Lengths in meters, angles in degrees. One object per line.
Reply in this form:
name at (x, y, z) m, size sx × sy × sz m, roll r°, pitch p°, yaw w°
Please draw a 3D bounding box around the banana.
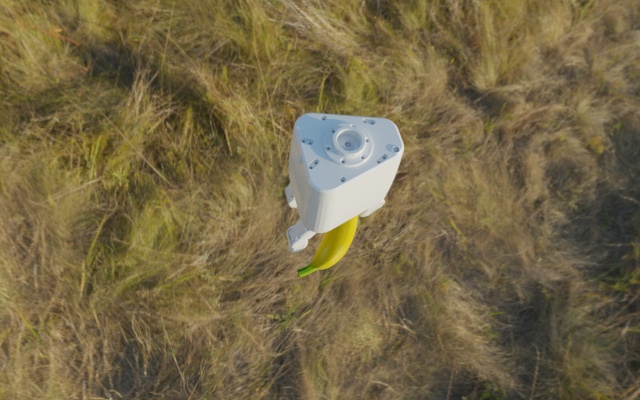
banana at (0.018, 0.007, 0.642) m, size 0.069 × 0.197 × 0.037 m, roll 7°, pitch -22°, yaw 9°
